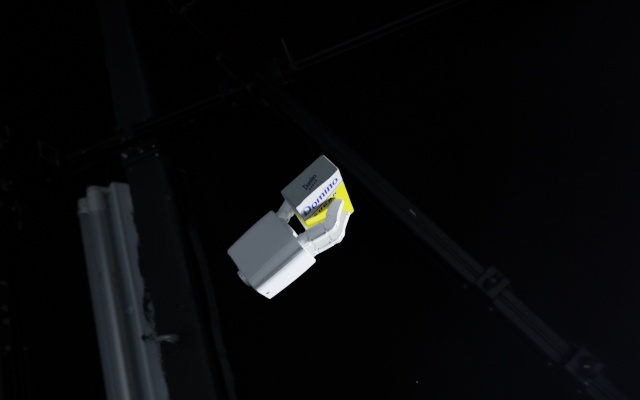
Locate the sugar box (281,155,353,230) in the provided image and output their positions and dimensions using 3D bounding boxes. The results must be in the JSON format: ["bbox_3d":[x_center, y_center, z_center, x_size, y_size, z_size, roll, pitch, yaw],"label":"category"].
[{"bbox_3d":[0.000,0.003,0.819,0.048,0.093,0.176,45,-7,22],"label":"sugar box"}]
